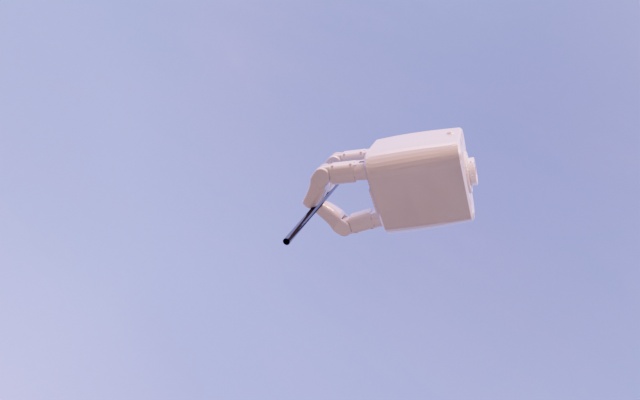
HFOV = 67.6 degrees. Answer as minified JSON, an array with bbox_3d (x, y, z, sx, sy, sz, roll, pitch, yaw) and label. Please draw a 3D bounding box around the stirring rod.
[{"bbox_3d":[0.000,0.002,0.609,0.011,0.011,0.239,0,20,19],"label":"stirring rod"}]
